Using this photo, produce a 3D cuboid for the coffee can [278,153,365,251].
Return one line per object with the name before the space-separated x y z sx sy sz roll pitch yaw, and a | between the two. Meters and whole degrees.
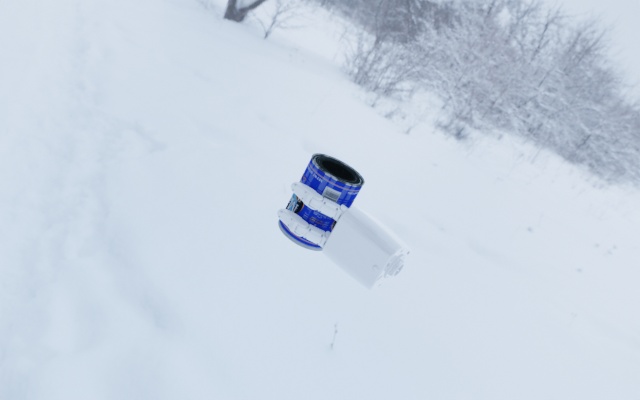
coffee can | 0.000 0.003 0.841 0.103 0.140 0.102 24 22 -11
